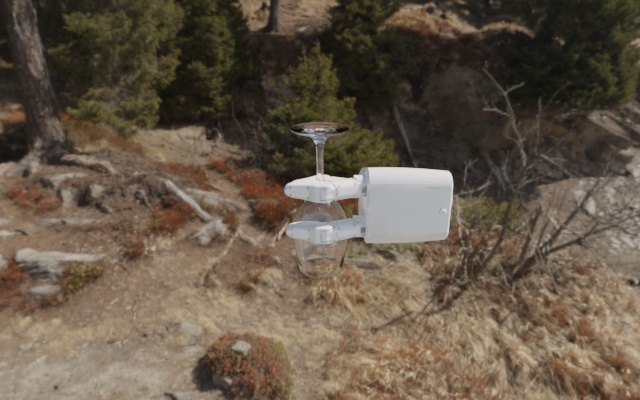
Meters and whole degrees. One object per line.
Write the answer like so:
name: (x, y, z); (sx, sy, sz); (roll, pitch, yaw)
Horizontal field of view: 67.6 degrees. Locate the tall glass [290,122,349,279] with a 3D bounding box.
tall glass: (0.000, 0.001, 0.636); (0.079, 0.201, 0.079); (0, 21, 0)
